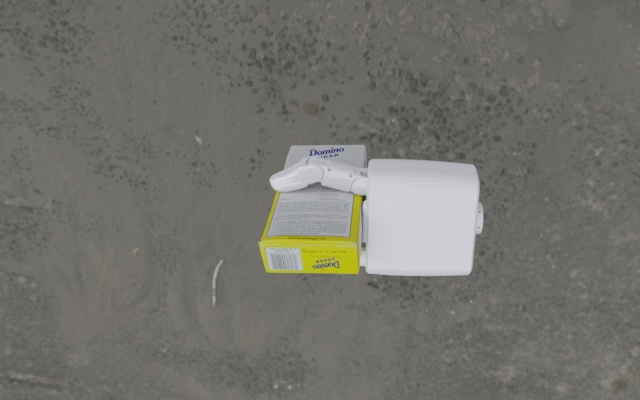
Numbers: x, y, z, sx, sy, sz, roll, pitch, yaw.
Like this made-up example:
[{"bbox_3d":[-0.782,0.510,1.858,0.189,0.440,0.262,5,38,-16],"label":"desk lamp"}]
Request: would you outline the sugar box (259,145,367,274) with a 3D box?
[{"bbox_3d":[0.000,0.002,0.509,0.093,0.048,0.176,1,34,9],"label":"sugar box"}]
